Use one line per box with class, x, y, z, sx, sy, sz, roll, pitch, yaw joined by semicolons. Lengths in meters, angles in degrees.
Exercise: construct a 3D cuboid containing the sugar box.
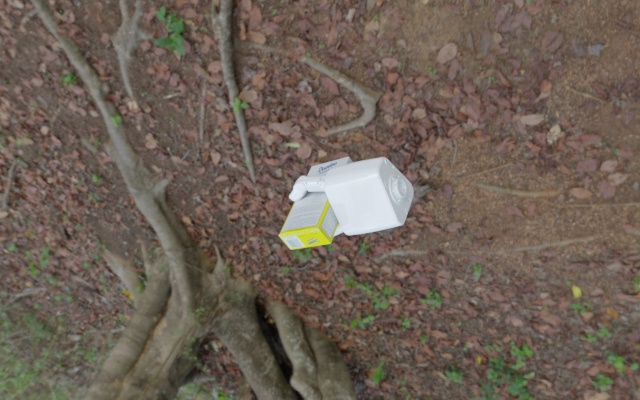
sugar box;0.000;0.003;0.847;0.093;0.048;0.176;-12;37;37
